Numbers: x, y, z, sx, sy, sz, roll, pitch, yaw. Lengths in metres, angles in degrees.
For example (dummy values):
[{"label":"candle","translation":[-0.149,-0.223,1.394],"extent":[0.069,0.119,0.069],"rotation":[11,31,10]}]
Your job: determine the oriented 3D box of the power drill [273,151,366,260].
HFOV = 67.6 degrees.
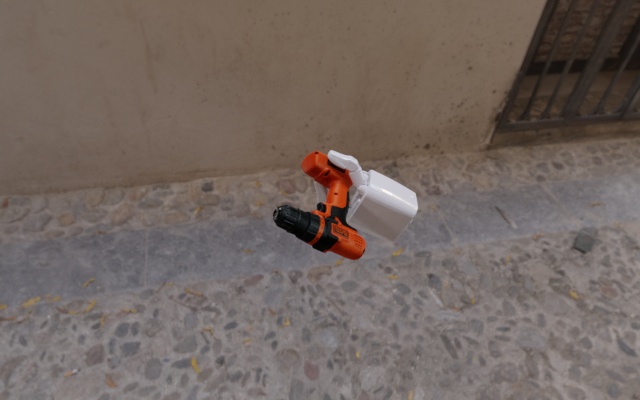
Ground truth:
[{"label":"power drill","translation":[0.000,0.003,0.859],"extent":[0.184,0.187,0.057],"rotation":[27,-44,-29]}]
